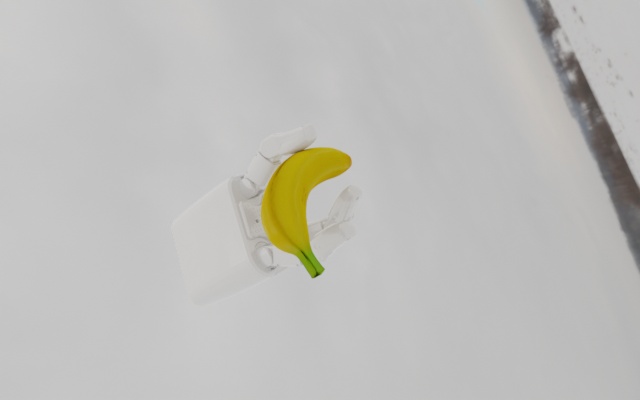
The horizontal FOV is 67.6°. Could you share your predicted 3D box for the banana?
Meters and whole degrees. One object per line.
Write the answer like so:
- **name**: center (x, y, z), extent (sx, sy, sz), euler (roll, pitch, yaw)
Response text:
- **banana**: center (-0.013, -0.009, 0.439), extent (0.037, 0.070, 0.197), euler (-36, 19, 30)
